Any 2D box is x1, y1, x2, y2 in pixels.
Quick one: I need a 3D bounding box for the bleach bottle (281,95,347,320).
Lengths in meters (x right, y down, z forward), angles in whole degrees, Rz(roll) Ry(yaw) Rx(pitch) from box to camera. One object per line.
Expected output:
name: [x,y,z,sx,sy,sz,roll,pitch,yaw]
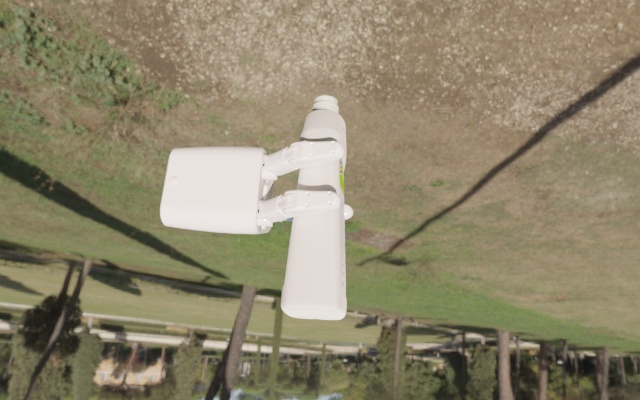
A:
bleach bottle: [0.000,0.002,0.541,0.068,0.250,0.103,2,-20,4]
